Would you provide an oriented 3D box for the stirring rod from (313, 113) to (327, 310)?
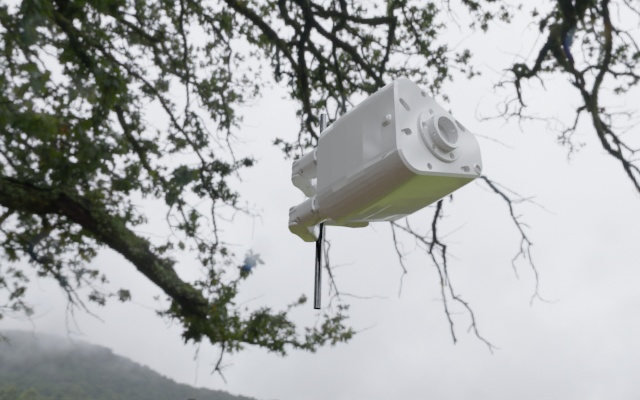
[{"bbox_3d":[0.000,0.002,0.535,0.011,0.239,0.011,1,-27,1],"label":"stirring rod"}]
